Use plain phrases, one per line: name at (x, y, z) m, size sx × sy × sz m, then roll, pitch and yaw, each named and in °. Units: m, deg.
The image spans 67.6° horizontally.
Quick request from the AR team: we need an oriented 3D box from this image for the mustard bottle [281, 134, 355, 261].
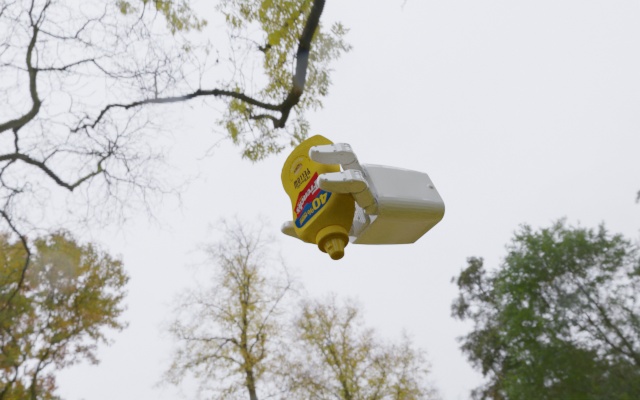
mustard bottle at (0.000, 0.002, 0.640) m, size 0.058 × 0.191 × 0.096 m, roll 27°, pitch -59°, yaw -36°
